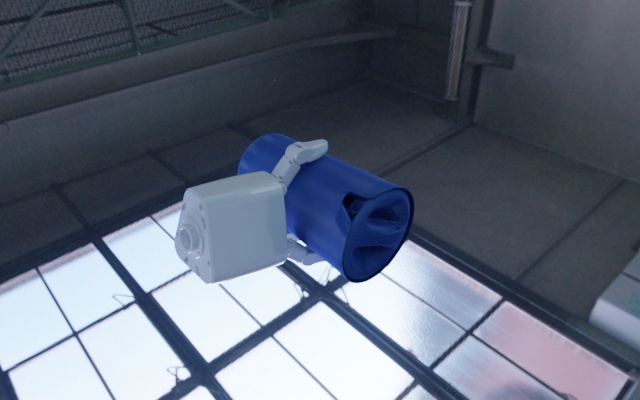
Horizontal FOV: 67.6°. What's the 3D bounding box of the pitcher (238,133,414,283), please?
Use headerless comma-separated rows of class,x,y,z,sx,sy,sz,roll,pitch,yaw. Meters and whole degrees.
pitcher,0.000,0.002,0.661,0.145,0.149,0.242,-17,37,-41
